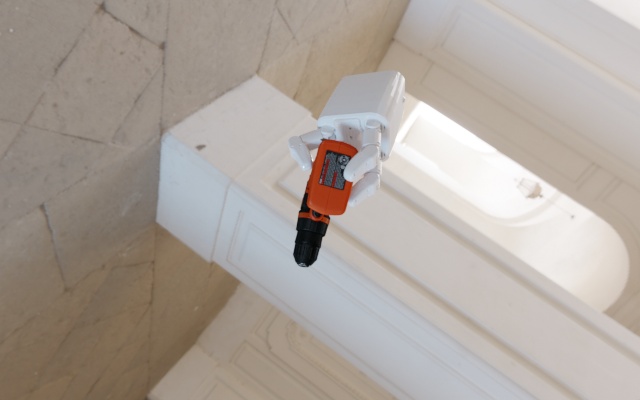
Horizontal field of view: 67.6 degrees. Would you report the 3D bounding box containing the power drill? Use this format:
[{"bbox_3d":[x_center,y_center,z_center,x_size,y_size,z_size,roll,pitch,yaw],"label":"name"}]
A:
[{"bbox_3d":[0.000,0.002,0.709,0.057,0.184,0.188,13,-14,-7],"label":"power drill"}]
